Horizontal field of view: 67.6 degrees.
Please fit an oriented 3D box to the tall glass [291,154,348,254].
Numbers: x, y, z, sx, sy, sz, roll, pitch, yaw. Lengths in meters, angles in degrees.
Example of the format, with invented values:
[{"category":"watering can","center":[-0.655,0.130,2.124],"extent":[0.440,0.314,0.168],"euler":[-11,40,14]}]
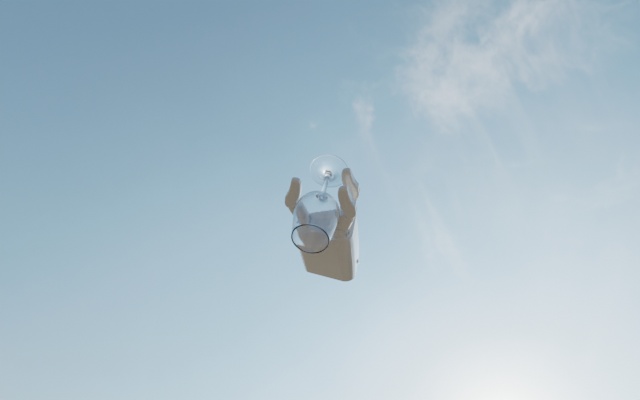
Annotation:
[{"category":"tall glass","center":[0.000,0.002,0.831],"extent":[0.079,0.079,0.201],"euler":[0,36,12]}]
